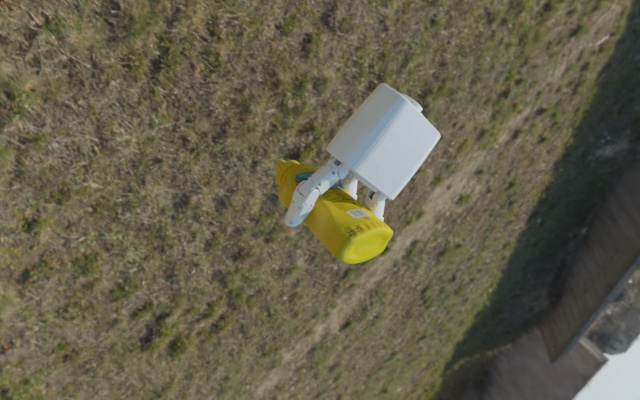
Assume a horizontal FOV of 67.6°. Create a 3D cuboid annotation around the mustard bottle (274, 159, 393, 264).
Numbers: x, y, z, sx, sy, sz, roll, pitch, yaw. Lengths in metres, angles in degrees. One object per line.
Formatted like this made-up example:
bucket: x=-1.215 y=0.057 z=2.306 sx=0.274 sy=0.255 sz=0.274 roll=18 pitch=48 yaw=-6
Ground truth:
mustard bottle: x=0.000 y=0.003 z=0.633 sx=0.096 sy=0.058 sz=0.191 roll=-7 pitch=40 yaw=-47
